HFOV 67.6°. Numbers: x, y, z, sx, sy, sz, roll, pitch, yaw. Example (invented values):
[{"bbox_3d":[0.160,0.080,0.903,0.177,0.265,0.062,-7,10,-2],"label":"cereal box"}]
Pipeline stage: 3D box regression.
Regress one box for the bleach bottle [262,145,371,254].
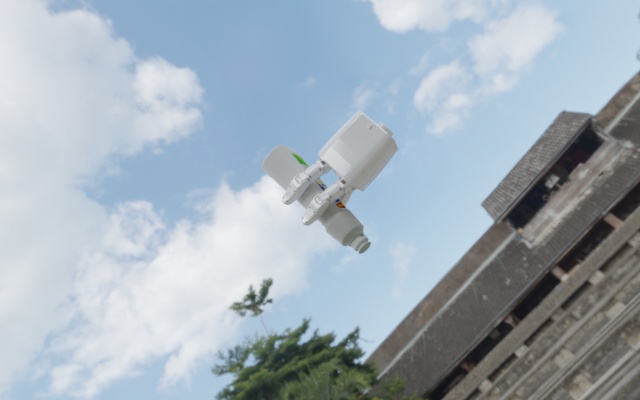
[{"bbox_3d":[0.000,0.003,0.868,0.250,0.068,0.102,45,8,27],"label":"bleach bottle"}]
